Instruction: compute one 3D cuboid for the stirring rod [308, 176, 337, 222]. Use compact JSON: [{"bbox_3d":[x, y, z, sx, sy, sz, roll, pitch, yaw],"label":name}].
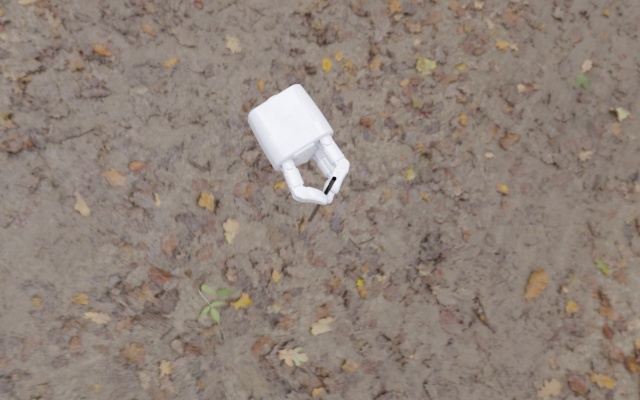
[{"bbox_3d":[0.000,0.003,0.842,0.011,0.011,0.240,0,-18,-11],"label":"stirring rod"}]
